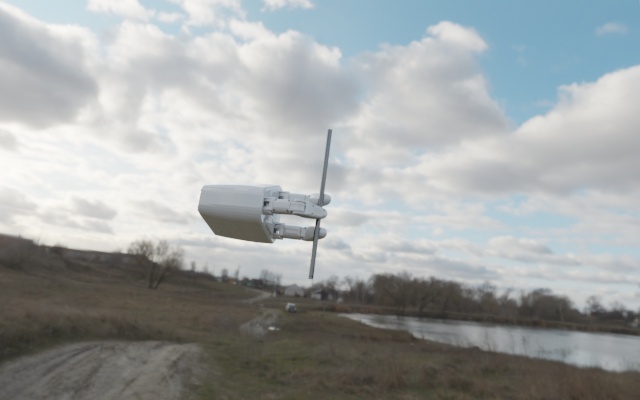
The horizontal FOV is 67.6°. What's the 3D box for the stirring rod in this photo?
[{"bbox_3d":[0.000,0.003,0.749,0.011,0.239,0.011,7,-12,1],"label":"stirring rod"}]
